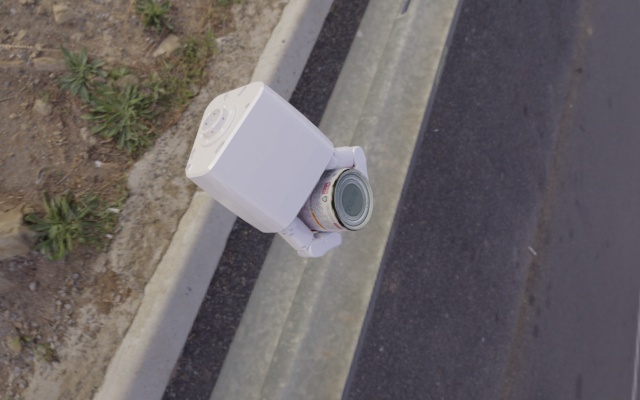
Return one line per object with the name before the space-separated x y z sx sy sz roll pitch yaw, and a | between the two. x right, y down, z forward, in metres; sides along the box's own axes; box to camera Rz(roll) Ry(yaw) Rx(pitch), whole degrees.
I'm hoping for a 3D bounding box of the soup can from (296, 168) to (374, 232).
soup can | 0.001 0.002 0.536 0.102 0.068 0.068 -5 -3 44
